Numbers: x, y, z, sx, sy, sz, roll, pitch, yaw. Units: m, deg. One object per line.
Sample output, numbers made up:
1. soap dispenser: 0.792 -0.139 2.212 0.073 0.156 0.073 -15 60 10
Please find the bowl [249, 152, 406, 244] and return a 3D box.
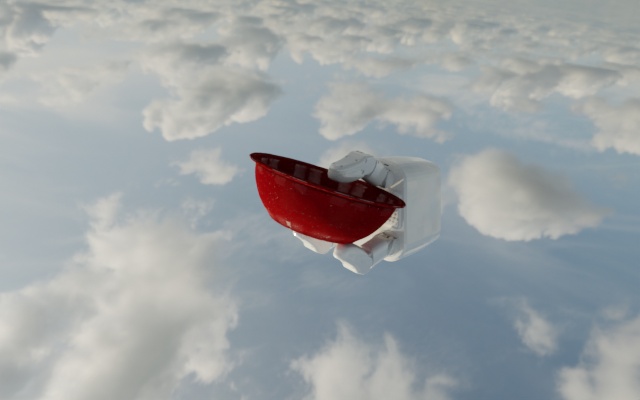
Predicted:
1. bowl: -0.001 0.002 0.479 0.162 0.055 0.162 18 9 -3
